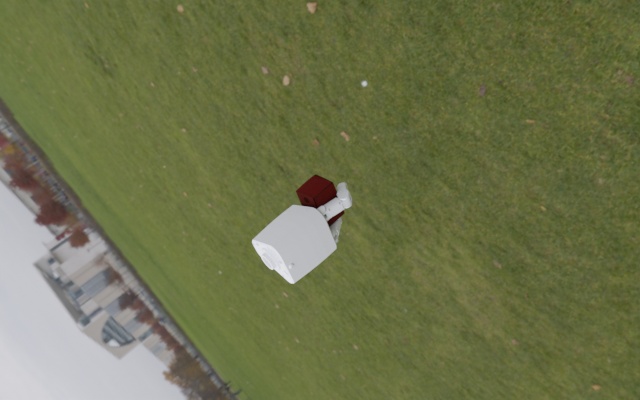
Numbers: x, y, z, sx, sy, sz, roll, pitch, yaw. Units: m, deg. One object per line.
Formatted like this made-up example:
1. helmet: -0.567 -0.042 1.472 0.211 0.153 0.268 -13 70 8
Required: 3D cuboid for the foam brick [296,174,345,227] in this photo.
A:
1. foam brick: 0.000 0.003 0.869 0.051 0.078 0.053 -39 38 -22
